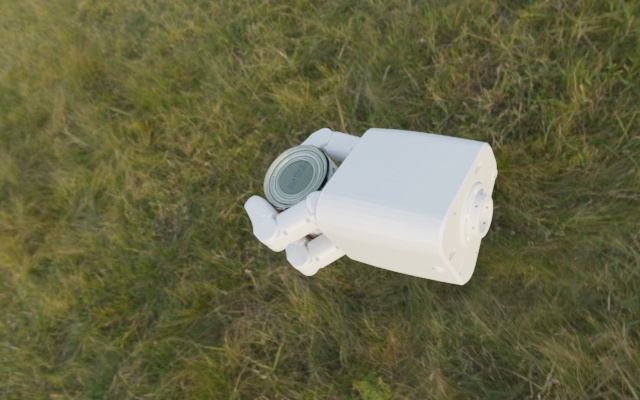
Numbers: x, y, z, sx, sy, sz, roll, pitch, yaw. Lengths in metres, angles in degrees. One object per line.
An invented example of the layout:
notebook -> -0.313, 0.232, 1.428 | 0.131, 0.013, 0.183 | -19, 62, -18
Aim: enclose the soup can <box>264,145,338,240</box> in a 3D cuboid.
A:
soup can -> 0.000, 0.001, 0.458 | 0.068, 0.068, 0.102 | 0, -28, 31
